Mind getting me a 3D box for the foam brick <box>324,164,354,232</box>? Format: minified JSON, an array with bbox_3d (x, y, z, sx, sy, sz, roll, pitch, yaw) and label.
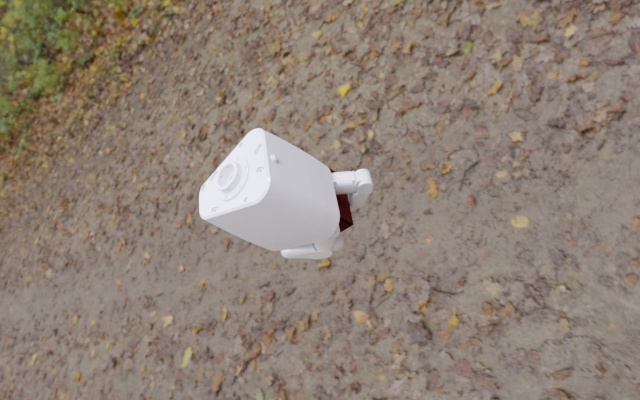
[{"bbox_3d":[0.000,0.002,0.593,0.053,0.078,0.051,-32,-40,27],"label":"foam brick"}]
